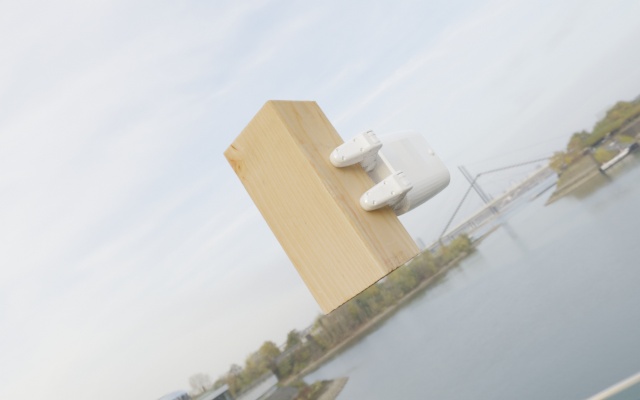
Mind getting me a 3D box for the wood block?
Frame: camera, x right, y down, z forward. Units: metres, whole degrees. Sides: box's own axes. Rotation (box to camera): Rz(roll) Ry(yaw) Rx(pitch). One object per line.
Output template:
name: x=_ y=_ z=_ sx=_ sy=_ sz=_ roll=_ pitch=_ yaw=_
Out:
wood block: x=0.000 y=0.002 z=0.511 sx=0.091 sy=0.206 sz=0.090 roll=-42 pitch=-15 yaw=33
